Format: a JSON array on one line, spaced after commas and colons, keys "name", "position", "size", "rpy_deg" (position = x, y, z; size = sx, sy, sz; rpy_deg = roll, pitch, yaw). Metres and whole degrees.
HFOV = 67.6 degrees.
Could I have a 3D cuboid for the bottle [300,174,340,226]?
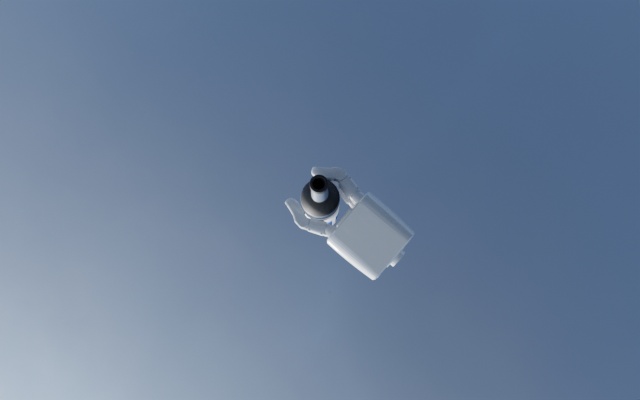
[{"name": "bottle", "position": [0.000, 0.003, 0.838], "size": [0.069, 0.069, 0.296], "rpy_deg": [0, -11, 1]}]
